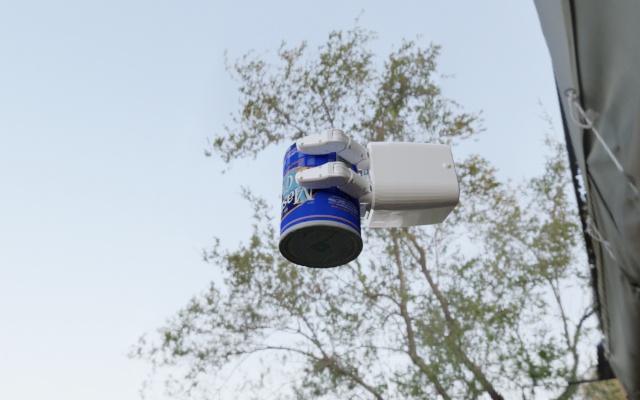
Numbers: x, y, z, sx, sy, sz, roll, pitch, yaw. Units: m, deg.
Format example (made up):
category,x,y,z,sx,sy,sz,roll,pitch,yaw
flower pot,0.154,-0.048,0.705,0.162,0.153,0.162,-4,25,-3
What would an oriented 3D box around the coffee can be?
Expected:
category,x,y,z,sx,sy,sz,roll,pitch,yaw
coffee can,0.000,0.002,0.616,0.103,0.140,0.103,0,-36,0
